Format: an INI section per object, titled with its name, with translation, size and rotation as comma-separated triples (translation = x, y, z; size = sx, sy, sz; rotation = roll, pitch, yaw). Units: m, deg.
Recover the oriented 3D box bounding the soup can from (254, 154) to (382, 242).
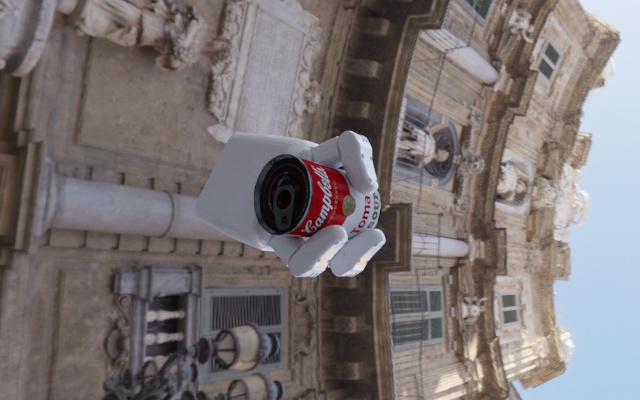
[soup can]
translation = 0.001, 0.001, 0.430
size = 0.068, 0.068, 0.102
rotation = 0, -7, 42
